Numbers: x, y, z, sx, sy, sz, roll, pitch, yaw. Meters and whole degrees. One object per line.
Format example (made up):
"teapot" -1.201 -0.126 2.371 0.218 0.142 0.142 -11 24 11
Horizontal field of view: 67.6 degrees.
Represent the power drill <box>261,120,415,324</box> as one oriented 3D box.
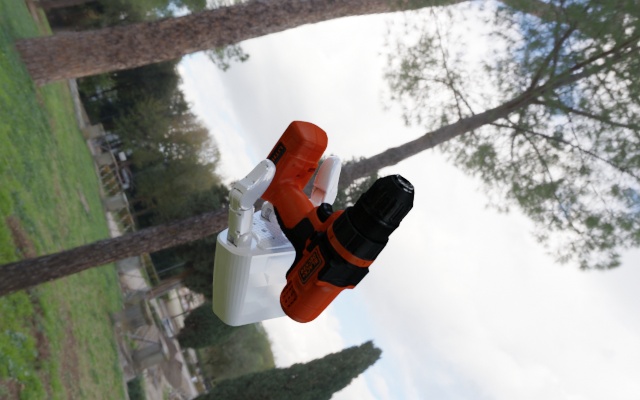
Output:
"power drill" 0.000 0.001 0.485 0.057 0.184 0.187 18 34 -36
